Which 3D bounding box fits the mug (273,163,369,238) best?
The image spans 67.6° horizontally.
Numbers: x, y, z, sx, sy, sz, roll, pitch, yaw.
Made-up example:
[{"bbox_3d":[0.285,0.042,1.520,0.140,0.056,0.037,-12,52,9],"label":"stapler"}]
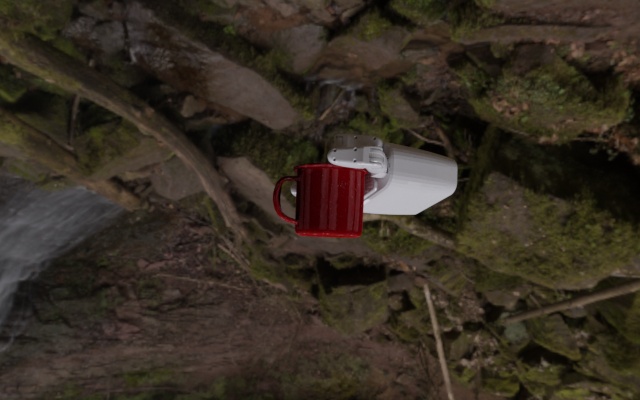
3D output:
[{"bbox_3d":[-0.001,0.002,0.573,0.117,0.081,0.093,5,-7,-23],"label":"mug"}]
